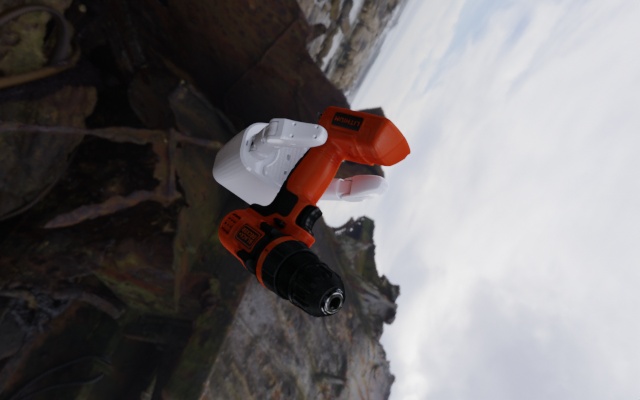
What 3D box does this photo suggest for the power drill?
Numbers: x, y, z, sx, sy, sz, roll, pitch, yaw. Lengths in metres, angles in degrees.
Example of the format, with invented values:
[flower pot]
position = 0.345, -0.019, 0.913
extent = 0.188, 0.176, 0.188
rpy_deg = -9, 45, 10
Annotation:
[power drill]
position = 0.000, 0.001, 0.451
extent = 0.184, 0.187, 0.057
rpy_deg = 27, -17, 49
